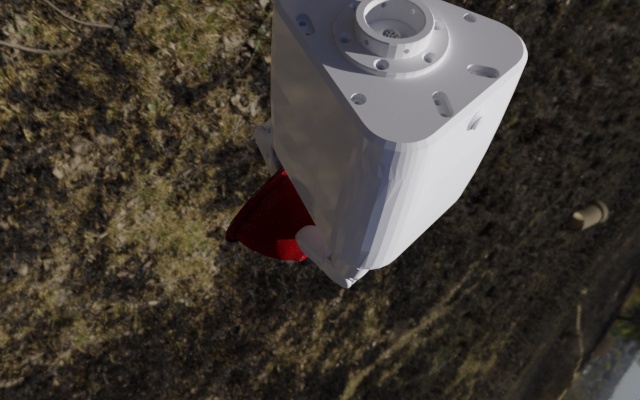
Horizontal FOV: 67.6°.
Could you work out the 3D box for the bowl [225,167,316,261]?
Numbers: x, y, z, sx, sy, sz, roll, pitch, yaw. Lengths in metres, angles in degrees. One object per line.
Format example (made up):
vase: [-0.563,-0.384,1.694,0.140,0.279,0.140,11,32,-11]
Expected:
bowl: [0.000,0.002,0.404,0.162,0.055,0.162,-40,-6,-5]
